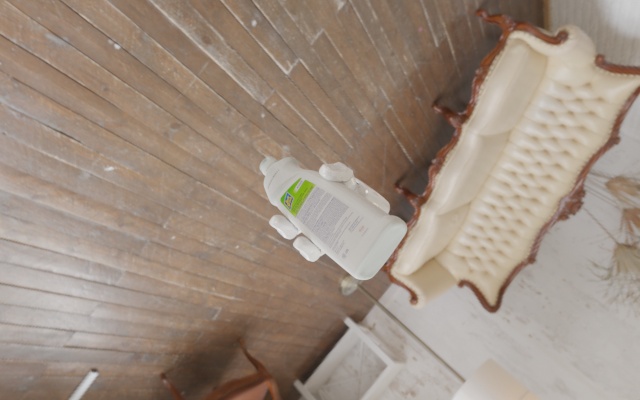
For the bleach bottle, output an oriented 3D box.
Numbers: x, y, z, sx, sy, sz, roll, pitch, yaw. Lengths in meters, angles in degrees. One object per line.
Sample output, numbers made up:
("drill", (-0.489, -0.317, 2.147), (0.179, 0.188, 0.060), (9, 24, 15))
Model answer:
("bleach bottle", (0.000, 0.002, 0.700), (0.250, 0.102, 0.068), (40, 10, 32))
